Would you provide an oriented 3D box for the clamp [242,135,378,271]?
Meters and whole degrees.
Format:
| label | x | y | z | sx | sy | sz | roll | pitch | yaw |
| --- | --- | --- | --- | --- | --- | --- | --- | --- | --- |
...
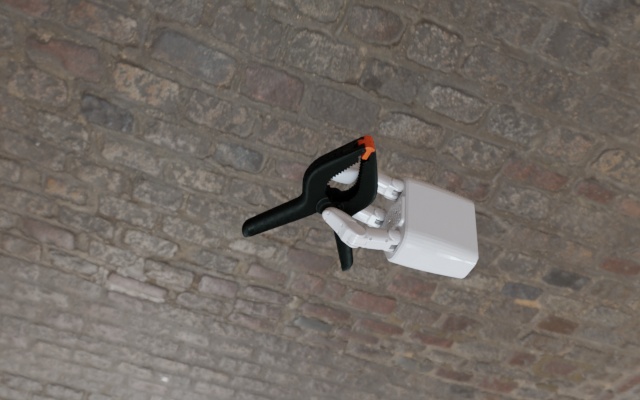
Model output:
| label | x | y | z | sx | sy | sz | roll | pitch | yaw |
| --- | --- | --- | --- | --- | --- | --- | --- | --- | --- |
| clamp | 0.001 | 0.002 | 0.604 | 0.164 | 0.210 | 0.036 | 15 | 38 | -14 |
